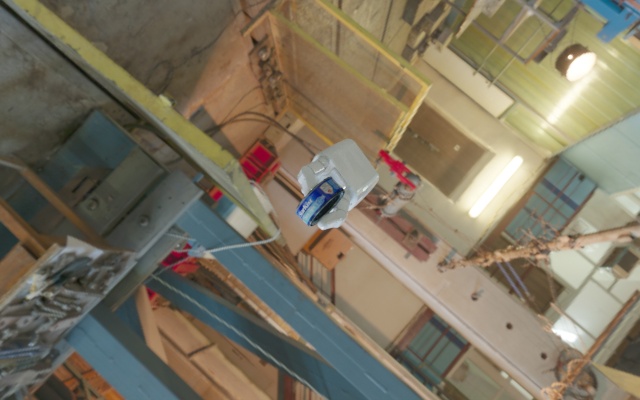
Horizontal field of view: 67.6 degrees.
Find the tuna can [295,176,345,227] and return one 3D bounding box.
[{"bbox_3d":[0.000,0.003,0.785,0.033,0.086,0.086,44,10,11],"label":"tuna can"}]
